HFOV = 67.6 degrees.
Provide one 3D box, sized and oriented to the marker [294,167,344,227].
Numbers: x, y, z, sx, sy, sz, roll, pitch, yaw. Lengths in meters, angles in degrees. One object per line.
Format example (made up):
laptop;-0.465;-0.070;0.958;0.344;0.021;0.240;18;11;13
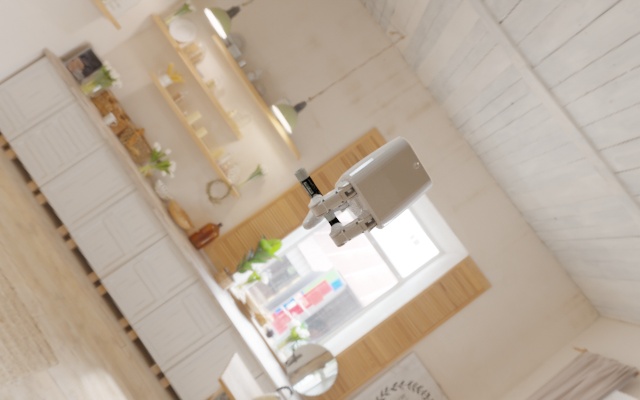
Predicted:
marker;0.000;0.002;0.740;0.020;0.121;0.020;-32;15;9
